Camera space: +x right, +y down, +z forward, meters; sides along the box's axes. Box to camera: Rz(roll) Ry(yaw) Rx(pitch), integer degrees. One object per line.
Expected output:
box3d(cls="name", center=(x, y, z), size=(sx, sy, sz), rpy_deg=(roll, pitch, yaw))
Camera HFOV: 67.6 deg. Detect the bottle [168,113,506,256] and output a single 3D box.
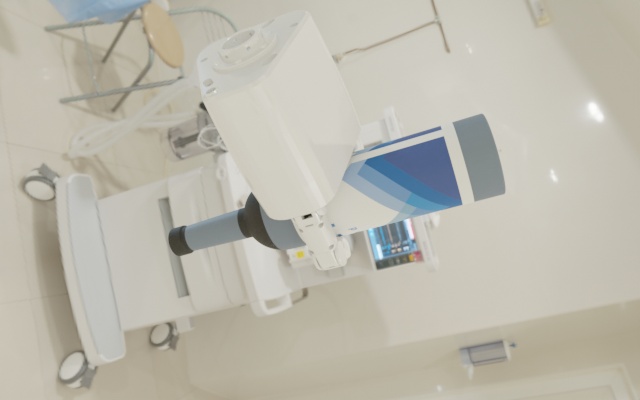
box3d(cls="bottle", center=(0.000, 0.001, 0.415), size=(0.296, 0.069, 0.069), rpy_deg=(-16, -4, 15))
